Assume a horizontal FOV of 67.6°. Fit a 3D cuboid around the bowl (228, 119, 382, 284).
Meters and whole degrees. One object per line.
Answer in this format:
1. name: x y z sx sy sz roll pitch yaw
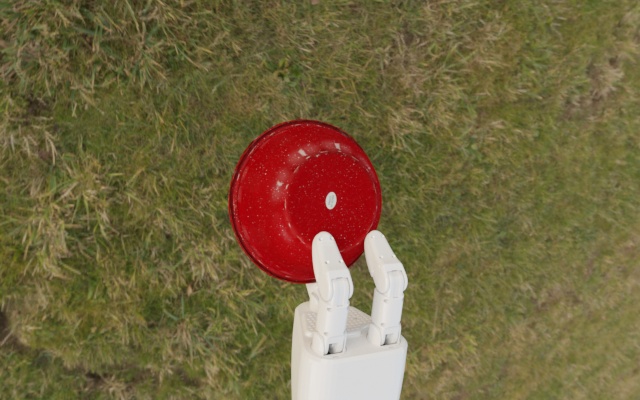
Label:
1. bowl: 0.000 0.000 0.445 0.162 0.162 0.055 0 0 -25
